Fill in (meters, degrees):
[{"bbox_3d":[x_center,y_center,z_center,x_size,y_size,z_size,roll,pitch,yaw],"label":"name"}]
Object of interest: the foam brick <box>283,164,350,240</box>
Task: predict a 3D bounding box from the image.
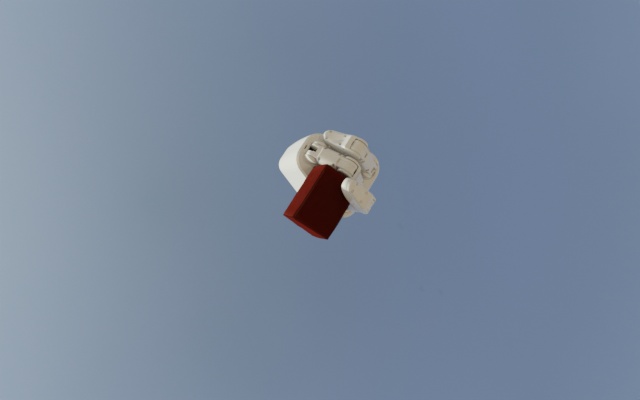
[{"bbox_3d":[0.000,0.002,0.587,0.053,0.078,0.051,36,-12,-16],"label":"foam brick"}]
